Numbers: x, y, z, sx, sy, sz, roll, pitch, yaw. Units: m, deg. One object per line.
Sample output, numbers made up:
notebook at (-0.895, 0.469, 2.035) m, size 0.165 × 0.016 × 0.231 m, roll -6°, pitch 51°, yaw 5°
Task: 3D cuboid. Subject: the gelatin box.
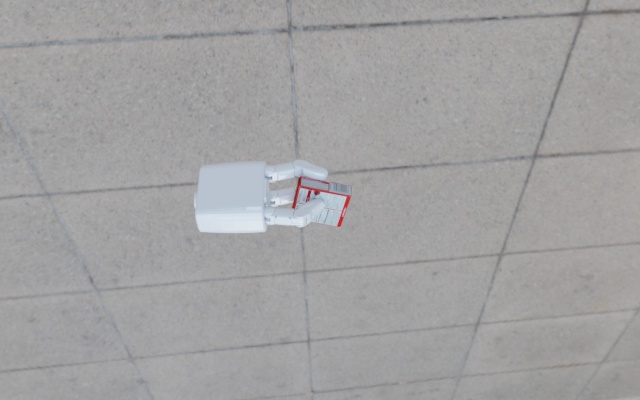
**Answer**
gelatin box at (0.000, 0.003, 0.787) m, size 0.089 × 0.073 × 0.030 m, roll 11°, pitch 40°, yaw -6°
